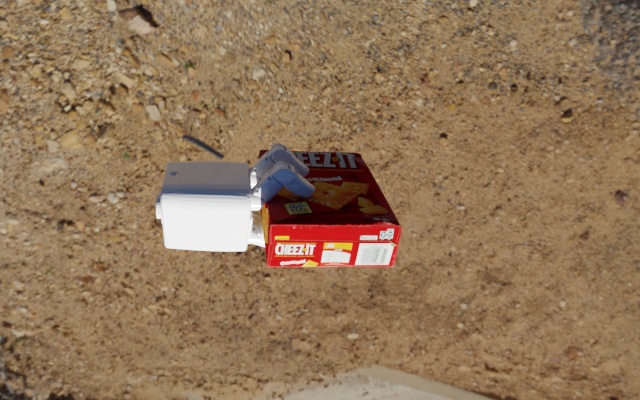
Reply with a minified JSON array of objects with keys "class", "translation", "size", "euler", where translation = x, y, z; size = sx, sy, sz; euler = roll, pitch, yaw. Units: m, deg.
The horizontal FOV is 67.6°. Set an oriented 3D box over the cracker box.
[{"class":"cracker box","translation":[0.000,0.002,0.660],"size":[0.164,0.072,0.213],"euler":[1,30,-12]}]
